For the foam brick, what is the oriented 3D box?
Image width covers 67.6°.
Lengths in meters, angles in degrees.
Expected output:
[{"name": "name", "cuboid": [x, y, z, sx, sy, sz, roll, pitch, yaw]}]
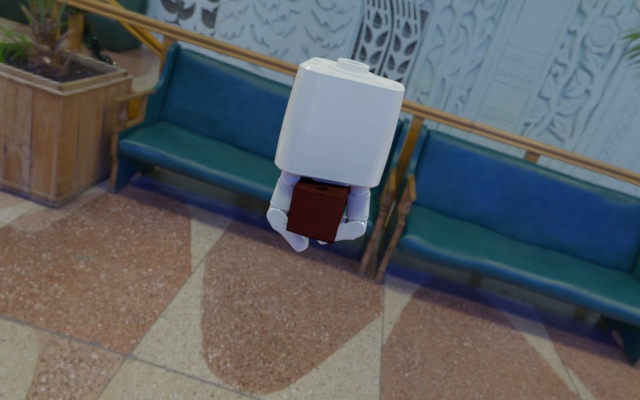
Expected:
[{"name": "foam brick", "cuboid": [0.000, 0.002, 0.508, 0.053, 0.051, 0.078, 15, 23, 4]}]
